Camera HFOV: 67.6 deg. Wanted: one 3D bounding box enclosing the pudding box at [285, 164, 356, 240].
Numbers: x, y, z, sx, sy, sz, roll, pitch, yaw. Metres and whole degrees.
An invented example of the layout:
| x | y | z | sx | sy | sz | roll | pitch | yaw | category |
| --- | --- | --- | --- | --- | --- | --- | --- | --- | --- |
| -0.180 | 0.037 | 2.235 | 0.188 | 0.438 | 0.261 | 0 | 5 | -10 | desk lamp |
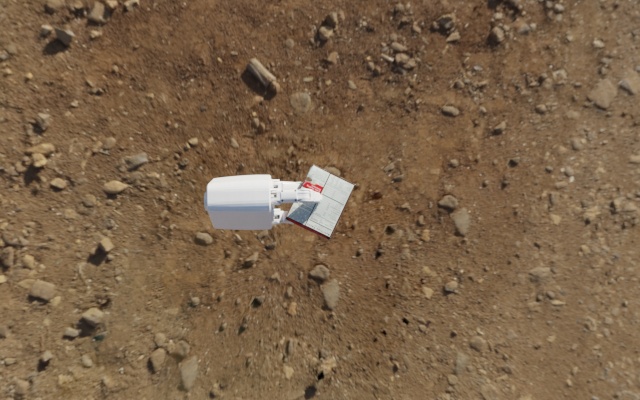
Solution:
| x | y | z | sx | sy | sz | roll | pitch | yaw | category |
| --- | --- | --- | --- | --- | --- | --- | --- | --- | --- |
| 0.000 | 0.003 | 0.864 | 0.090 | 0.113 | 0.039 | 26 | -8 | -1 | pudding box |
